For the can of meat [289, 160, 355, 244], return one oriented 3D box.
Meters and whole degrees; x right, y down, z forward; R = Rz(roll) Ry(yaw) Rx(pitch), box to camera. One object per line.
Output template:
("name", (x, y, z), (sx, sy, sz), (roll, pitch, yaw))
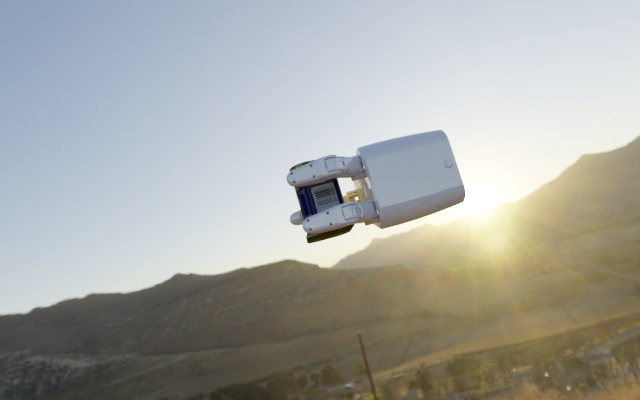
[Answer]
("can of meat", (0.000, 0.002, 0.575), (0.057, 0.084, 0.102), (-15, -9, -3))
